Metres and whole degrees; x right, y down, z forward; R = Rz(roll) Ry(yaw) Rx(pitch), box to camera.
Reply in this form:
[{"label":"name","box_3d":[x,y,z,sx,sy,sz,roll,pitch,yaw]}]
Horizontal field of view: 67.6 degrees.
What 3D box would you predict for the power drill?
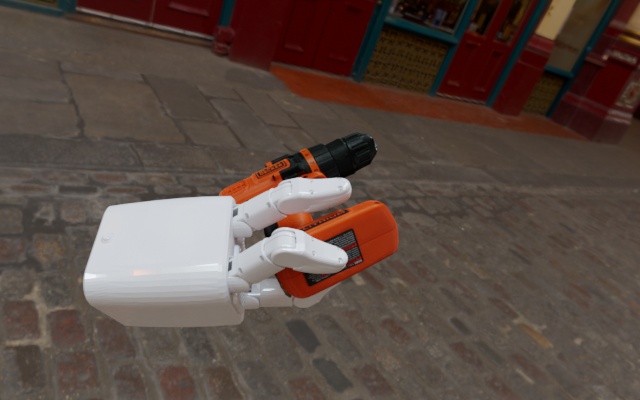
[{"label":"power drill","box_3d":[0.000,0.002,0.461,0.184,0.057,0.187,-27,28,-7]}]
